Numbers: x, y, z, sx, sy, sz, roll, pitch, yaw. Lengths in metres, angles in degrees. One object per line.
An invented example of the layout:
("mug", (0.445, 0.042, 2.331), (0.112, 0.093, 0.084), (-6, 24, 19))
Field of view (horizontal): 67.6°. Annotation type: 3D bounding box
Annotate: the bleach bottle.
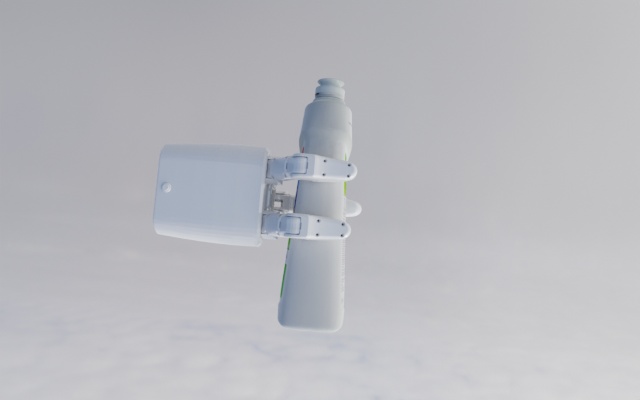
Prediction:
("bleach bottle", (0.000, 0.002, 0.499), (0.068, 0.251, 0.102), (5, -4, 0))
